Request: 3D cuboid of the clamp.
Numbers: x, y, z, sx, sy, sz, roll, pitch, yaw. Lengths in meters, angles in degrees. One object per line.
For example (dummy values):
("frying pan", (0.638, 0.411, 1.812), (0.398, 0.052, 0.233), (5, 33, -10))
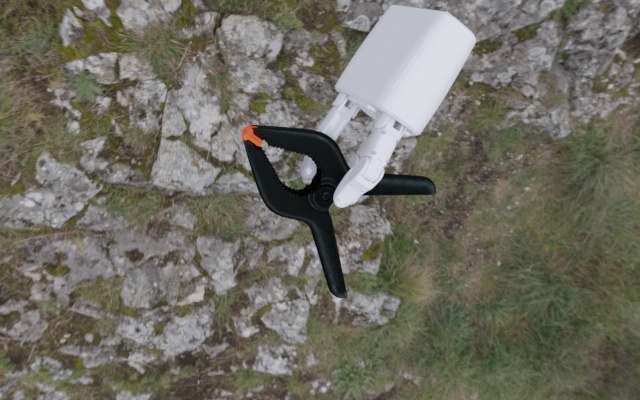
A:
("clamp", (0.000, 0.001, 0.494), (0.210, 0.164, 0.036), (30, 6, -21))
